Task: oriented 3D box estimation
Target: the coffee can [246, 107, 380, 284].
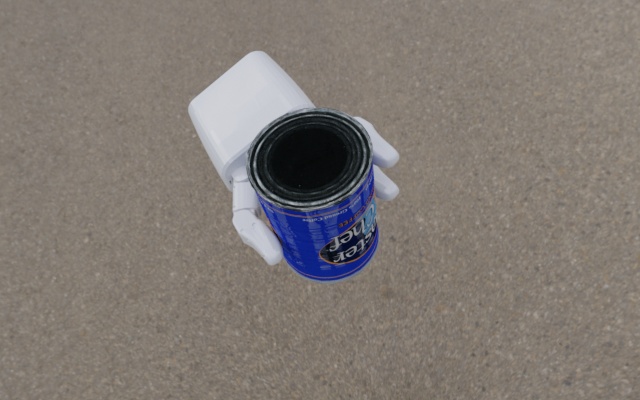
[{"bbox_3d":[0.000,0.002,0.434,0.103,0.102,0.140,0,-32,9],"label":"coffee can"}]
